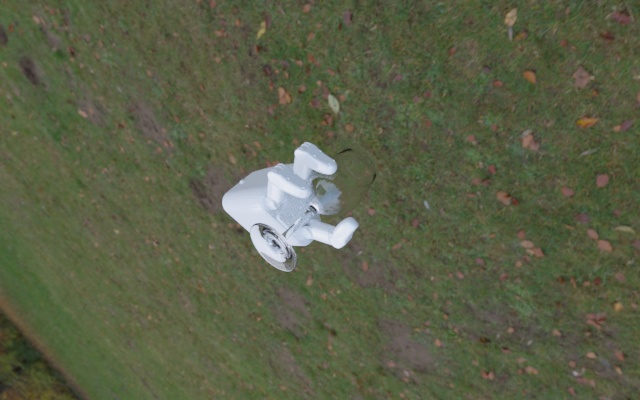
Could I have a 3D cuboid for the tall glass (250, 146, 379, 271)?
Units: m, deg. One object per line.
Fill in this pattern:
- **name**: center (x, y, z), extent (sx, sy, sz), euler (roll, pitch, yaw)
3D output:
- **tall glass**: center (0.000, 0.003, 0.641), extent (0.079, 0.079, 0.201), euler (0, 34, 46)
